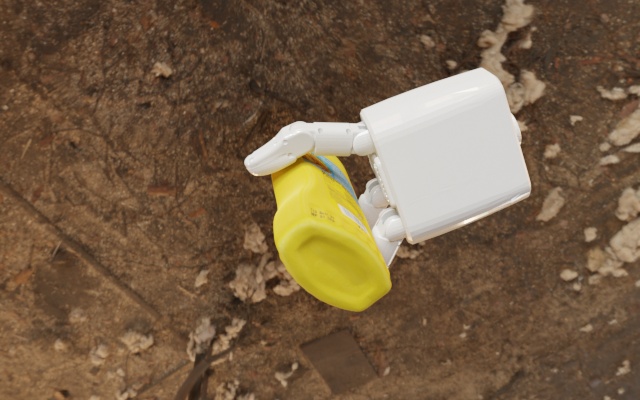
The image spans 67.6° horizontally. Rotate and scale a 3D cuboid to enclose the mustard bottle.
[{"bbox_3d":[0.000,0.002,0.410,0.096,0.058,0.191,40,18,-26],"label":"mustard bottle"}]
